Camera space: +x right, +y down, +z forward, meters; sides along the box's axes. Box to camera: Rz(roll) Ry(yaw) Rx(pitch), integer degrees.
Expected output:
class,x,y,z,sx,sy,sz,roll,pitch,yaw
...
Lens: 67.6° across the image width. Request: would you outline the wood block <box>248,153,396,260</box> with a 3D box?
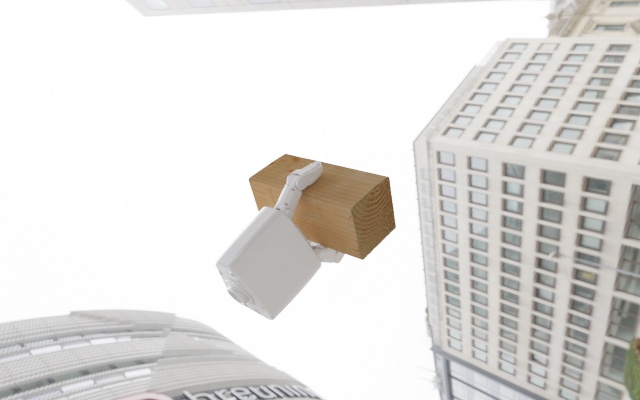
class,x,y,z,sx,sy,sz,roll,pitch,yaw
wood block,0.000,0.002,0.717,0.206,0.091,0.090,17,42,39
